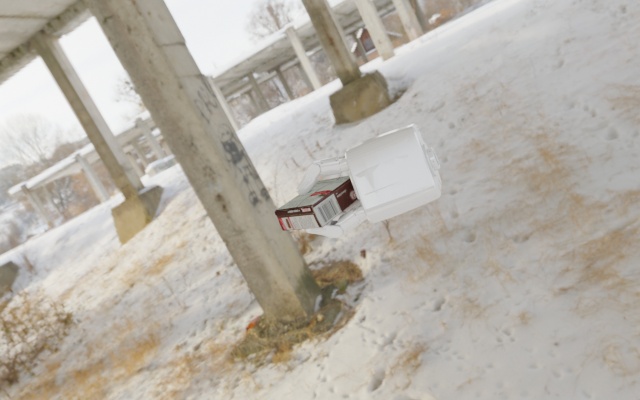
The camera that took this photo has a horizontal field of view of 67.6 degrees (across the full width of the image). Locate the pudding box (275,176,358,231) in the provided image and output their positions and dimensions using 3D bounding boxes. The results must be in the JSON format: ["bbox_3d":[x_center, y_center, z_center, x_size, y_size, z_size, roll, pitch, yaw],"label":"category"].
[{"bbox_3d":[0.000,0.002,0.724,0.090,0.039,0.113,-9,19,47],"label":"pudding box"}]
